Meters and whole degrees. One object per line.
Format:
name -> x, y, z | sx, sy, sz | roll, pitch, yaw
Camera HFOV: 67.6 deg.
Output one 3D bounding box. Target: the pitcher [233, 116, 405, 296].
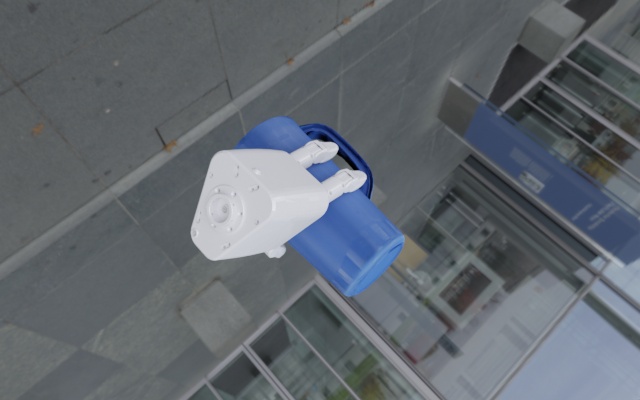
pitcher -> 0.000, 0.002, 0.647 | 0.242, 0.149, 0.145 | 44, 19, 19
